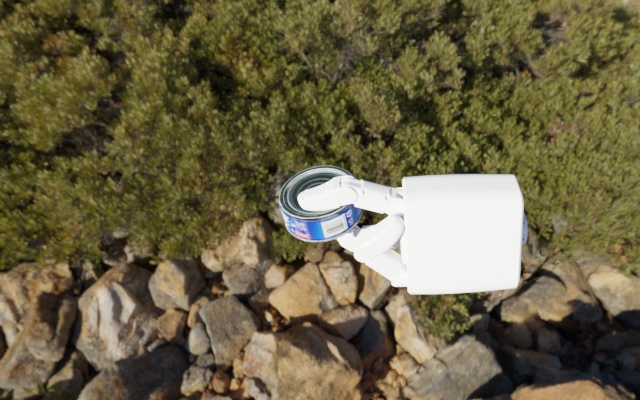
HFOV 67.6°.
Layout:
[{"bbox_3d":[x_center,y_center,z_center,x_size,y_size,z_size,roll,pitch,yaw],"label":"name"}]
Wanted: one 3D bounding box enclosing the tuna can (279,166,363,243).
[{"bbox_3d":[0.000,0.001,0.502,0.086,0.034,0.086,-9,41,8],"label":"tuna can"}]
